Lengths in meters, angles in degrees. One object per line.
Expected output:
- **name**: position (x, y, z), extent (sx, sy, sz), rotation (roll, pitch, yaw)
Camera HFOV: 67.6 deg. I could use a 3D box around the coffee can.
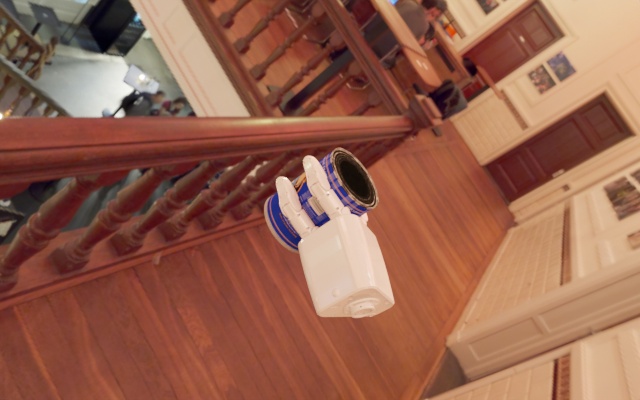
- **coffee can**: position (0.000, 0.002, 0.714), extent (0.140, 0.102, 0.103), rotation (-35, -18, 28)
